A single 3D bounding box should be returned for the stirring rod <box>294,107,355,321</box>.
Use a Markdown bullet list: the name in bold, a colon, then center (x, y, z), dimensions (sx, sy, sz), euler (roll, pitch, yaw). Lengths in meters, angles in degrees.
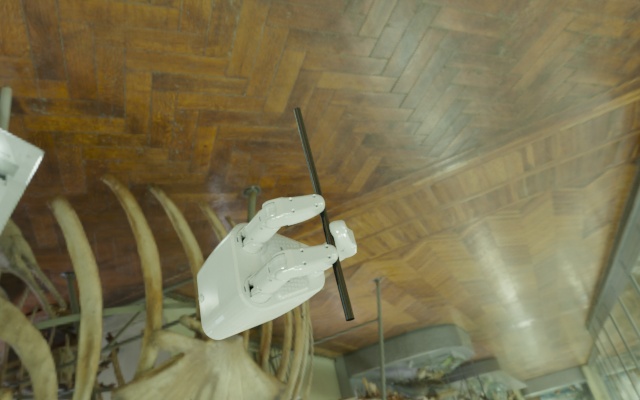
- **stirring rod**: center (0.000, 0.002, 0.473), dimensions (0.011, 0.239, 0.011), euler (-11, -29, -6)
